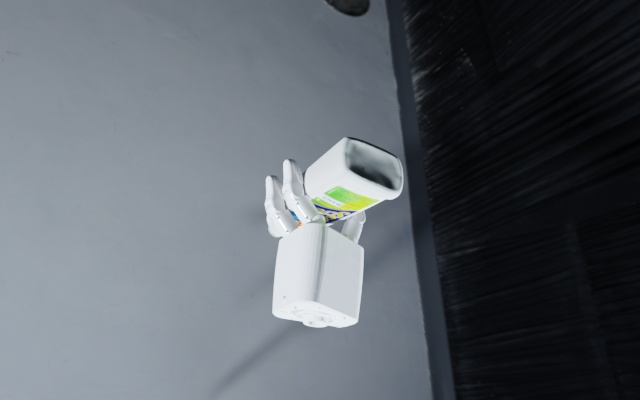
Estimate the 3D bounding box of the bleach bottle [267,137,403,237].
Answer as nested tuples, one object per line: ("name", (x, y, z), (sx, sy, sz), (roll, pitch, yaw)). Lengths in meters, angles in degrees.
("bleach bottle", (0.000, 0.002, 0.689), (0.102, 0.068, 0.251), (20, -32, -25))
